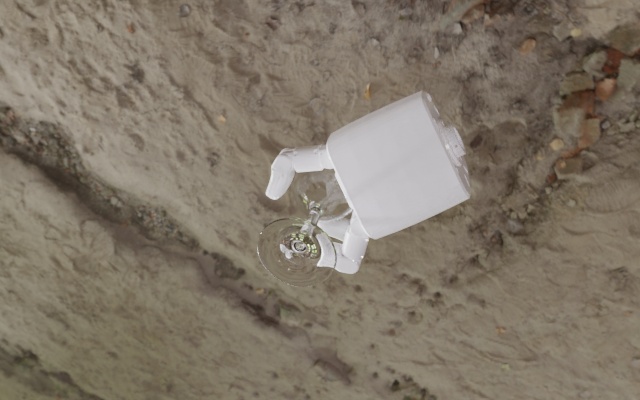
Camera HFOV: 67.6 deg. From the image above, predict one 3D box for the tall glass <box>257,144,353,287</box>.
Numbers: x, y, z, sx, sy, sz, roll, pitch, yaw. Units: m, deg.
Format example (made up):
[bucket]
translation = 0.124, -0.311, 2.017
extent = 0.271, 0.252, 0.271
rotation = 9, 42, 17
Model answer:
[tall glass]
translation = 0.000, 0.002, 0.514
extent = 0.079, 0.079, 0.201
rotation = 0, 28, 14
